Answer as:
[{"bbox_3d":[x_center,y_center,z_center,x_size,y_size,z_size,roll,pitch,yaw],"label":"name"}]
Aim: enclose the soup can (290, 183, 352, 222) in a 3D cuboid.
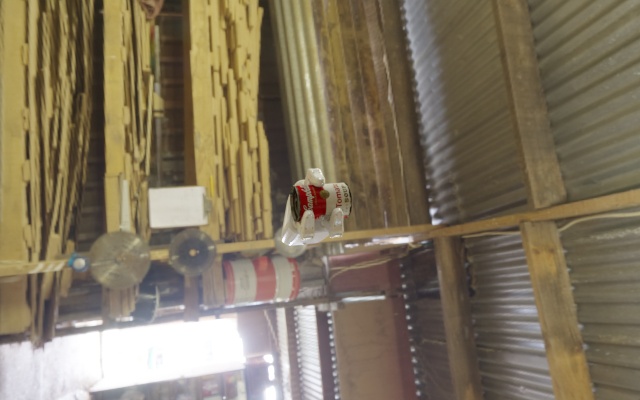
[{"bbox_3d":[0.001,0.003,0.888,0.102,0.068,0.068,-4,1,-16],"label":"soup can"}]
